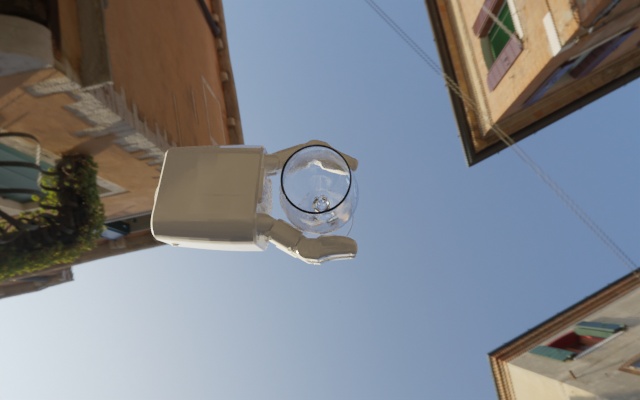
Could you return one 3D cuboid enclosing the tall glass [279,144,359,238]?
[{"bbox_3d":[0.000,0.002,0.506,0.079,0.079,0.201,0,-12,2],"label":"tall glass"}]
